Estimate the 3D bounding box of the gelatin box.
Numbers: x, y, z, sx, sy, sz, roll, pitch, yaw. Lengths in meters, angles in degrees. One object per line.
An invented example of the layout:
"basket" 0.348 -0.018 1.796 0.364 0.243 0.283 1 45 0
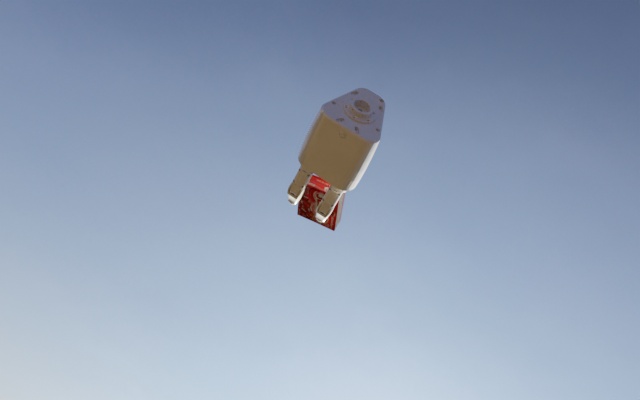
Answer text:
"gelatin box" 0.000 0.003 0.797 0.073 0.030 0.089 24 -38 14
